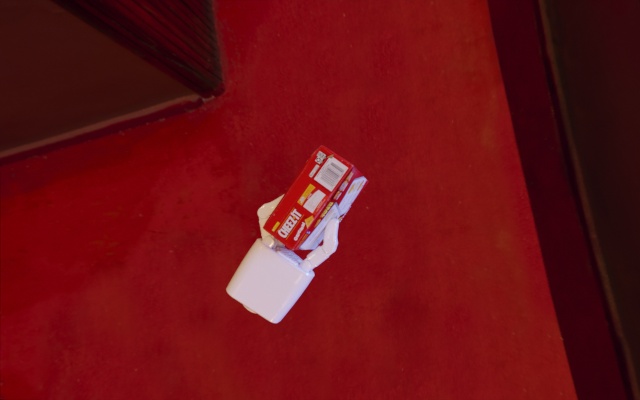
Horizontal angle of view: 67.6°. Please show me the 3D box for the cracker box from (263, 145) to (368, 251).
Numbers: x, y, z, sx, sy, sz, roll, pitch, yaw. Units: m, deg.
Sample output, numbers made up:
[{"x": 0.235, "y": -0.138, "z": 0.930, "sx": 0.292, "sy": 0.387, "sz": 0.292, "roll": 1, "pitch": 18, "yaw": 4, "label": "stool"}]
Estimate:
[{"x": 0.000, "y": 0.003, "z": 0.836, "sx": 0.072, "sy": 0.164, "sz": 0.214, "roll": 36, "pitch": 3, "yaw": 12, "label": "cracker box"}]
